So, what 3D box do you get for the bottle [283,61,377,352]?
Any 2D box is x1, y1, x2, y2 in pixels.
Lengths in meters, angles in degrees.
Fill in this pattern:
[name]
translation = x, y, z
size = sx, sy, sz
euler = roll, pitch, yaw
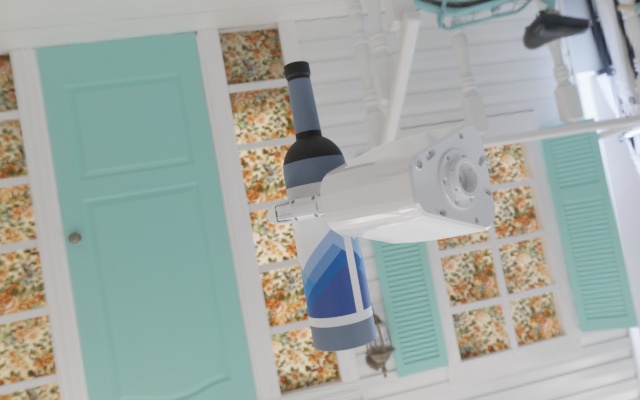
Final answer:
[bottle]
translation = 0.000, 0.002, 0.501
size = 0.069, 0.295, 0.069
euler = -10, -2, 0
